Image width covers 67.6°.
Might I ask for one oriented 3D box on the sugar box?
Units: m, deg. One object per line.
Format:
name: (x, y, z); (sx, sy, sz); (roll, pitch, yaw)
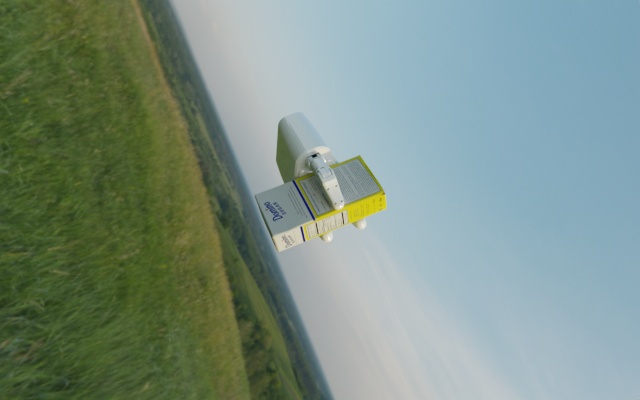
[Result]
sugar box: (0.000, 0.003, 0.712); (0.176, 0.048, 0.093); (-22, 48, -7)
